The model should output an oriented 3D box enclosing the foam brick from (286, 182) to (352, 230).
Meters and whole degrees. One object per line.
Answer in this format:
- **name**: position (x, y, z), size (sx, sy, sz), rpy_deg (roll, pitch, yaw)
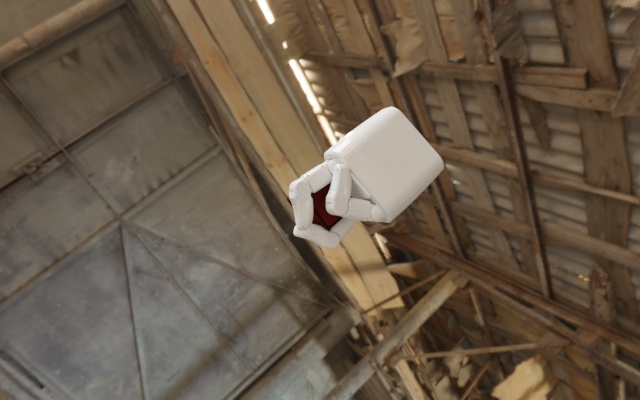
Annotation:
- **foam brick**: position (0.000, 0.002, 0.630), size (0.051, 0.053, 0.078), rpy_deg (-41, 16, -16)
